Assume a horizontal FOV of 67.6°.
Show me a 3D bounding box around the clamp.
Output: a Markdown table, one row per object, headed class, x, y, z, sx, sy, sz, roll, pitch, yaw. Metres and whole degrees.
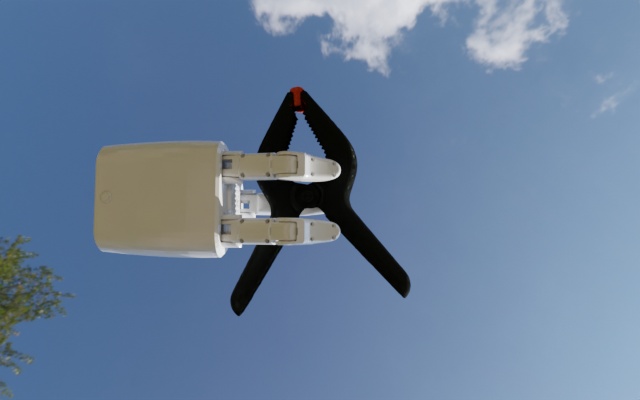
| class | x | y | z | sx | sy | sz | roll | pitch | yaw |
| --- | --- | --- | --- | --- | --- | --- | --- | --- | --- |
| clamp | 0.000 | 0.001 | 0.442 | 0.164 | 0.210 | 0.036 | 0 | -3 | 1 |
